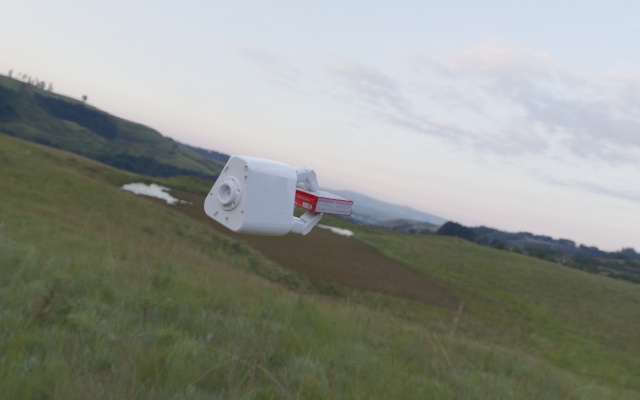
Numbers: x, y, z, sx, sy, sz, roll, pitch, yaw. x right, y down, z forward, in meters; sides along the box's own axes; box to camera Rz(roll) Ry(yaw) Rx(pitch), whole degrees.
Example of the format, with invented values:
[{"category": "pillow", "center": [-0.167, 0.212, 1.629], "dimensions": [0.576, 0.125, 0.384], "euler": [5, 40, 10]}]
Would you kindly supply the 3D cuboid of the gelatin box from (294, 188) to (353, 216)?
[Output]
[{"category": "gelatin box", "center": [0.000, 0.002, 0.832], "dimensions": [0.089, 0.030, 0.073], "euler": [6, 10, -42]}]
